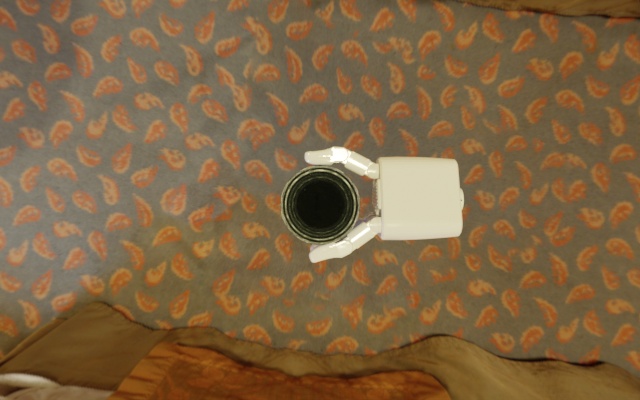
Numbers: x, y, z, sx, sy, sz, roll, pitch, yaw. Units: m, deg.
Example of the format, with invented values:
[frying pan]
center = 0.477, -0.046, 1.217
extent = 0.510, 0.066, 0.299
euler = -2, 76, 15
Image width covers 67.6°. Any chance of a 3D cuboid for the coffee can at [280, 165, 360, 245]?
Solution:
[coffee can]
center = 0.000, 0.002, 0.676
extent = 0.103, 0.103, 0.140
euler = 0, 3, 0
